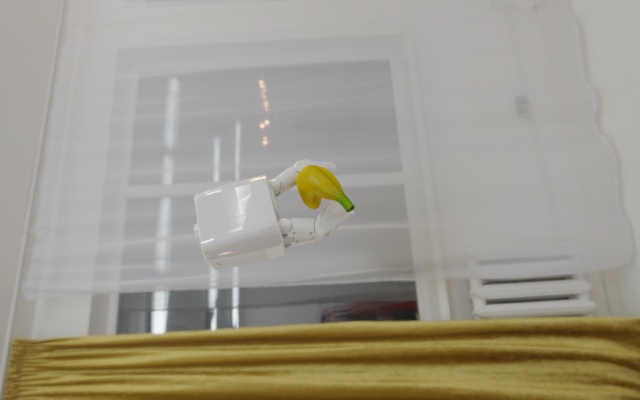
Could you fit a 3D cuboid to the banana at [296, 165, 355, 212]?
[{"bbox_3d":[-0.007,-0.015,0.648,0.037,0.069,0.198,-25,6,-10],"label":"banana"}]
